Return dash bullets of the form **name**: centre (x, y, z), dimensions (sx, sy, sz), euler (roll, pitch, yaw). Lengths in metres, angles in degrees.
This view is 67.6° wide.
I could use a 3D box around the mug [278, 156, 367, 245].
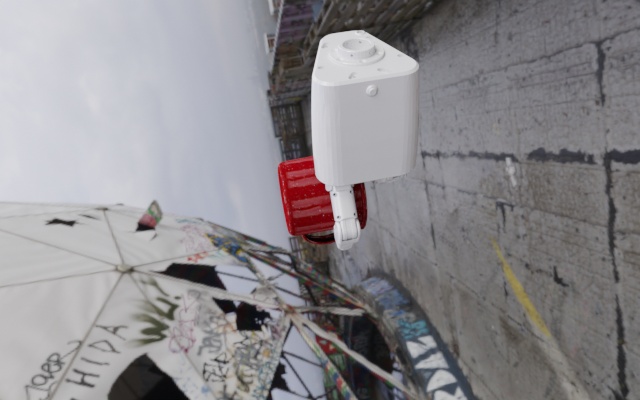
- **mug**: centre (0.000, 0.003, 0.527), dimensions (0.081, 0.117, 0.093), euler (-10, 39, -7)
